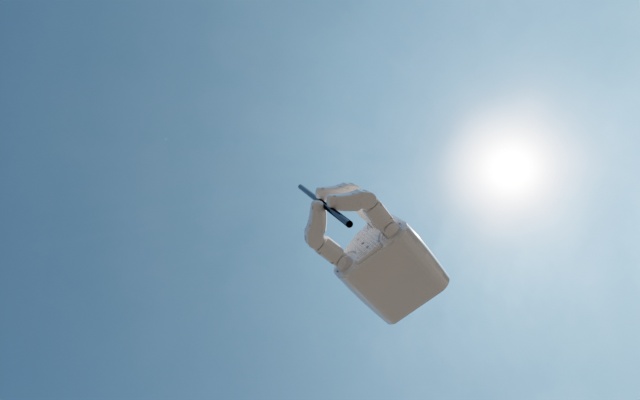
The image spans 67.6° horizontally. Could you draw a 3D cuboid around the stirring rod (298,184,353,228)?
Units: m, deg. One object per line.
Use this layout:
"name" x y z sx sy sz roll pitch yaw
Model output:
"stirring rod" 0.000 0.002 0.616 0.011 0.011 0.239 0 11 -15
